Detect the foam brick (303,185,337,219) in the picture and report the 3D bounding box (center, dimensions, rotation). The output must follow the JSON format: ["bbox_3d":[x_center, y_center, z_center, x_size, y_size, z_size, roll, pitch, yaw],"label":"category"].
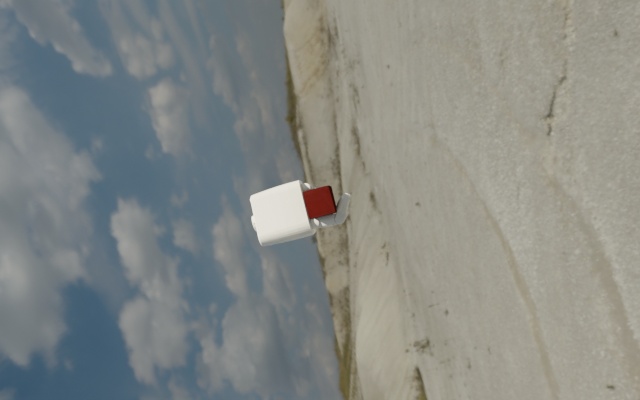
[{"bbox_3d":[0.000,0.003,0.892,0.051,0.053,0.078,-13,-1,4],"label":"foam brick"}]
